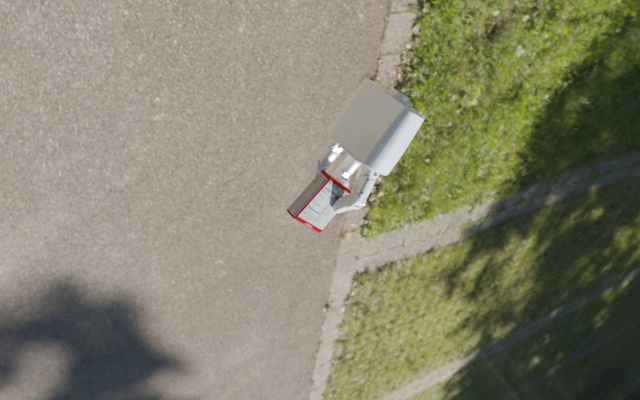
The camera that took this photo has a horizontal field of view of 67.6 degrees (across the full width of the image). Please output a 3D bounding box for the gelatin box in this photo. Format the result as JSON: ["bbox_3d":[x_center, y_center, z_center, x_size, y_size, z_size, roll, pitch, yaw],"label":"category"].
[{"bbox_3d":[0.000,0.003,0.776,0.073,0.089,0.030,33,11,-49],"label":"gelatin box"}]
